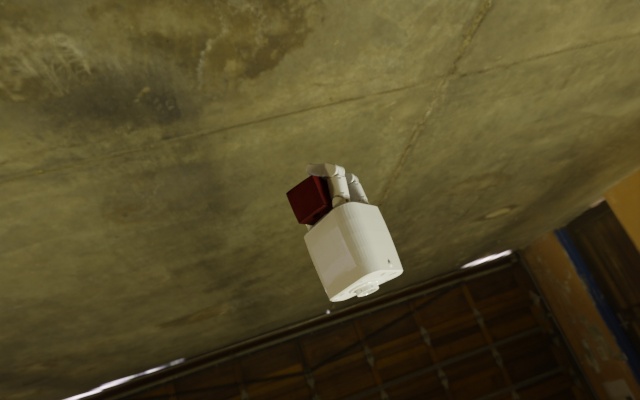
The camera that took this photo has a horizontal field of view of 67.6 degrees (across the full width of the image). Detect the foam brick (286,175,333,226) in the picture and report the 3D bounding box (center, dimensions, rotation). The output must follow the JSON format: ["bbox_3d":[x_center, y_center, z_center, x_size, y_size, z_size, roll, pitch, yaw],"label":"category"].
[{"bbox_3d":[0.000,0.002,0.696,0.053,0.051,0.078,-36,-26,28],"label":"foam brick"}]
